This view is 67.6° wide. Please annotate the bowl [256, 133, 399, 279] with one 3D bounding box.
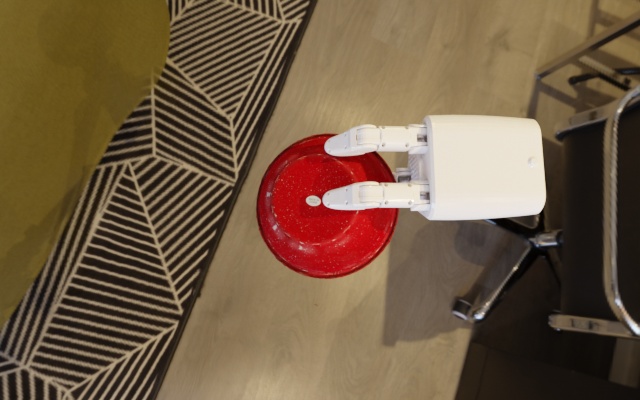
[{"bbox_3d":[-0.001,0.002,0.502,0.162,0.162,0.055,0,-7,13],"label":"bowl"}]
